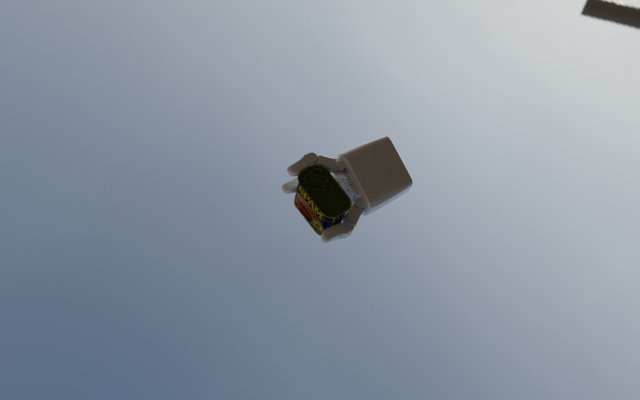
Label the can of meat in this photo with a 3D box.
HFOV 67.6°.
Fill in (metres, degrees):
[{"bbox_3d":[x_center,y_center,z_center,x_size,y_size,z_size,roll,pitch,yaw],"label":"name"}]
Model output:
[{"bbox_3d":[0.000,0.003,0.824,0.057,0.102,0.084,-30,-20,-24],"label":"can of meat"}]
